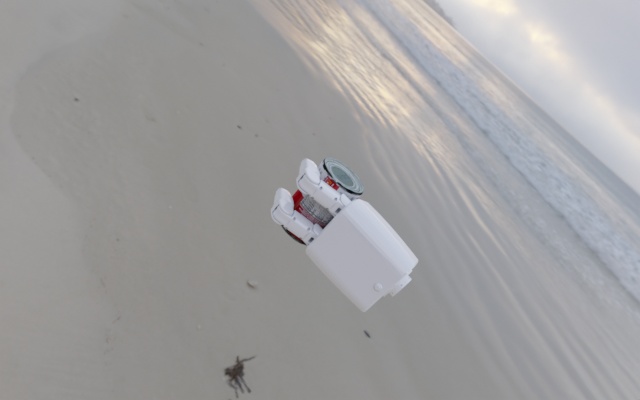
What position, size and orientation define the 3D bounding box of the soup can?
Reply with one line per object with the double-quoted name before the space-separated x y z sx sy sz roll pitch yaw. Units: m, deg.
"soup can" 0.000 0.001 0.628 0.102 0.068 0.068 -48 -25 24
